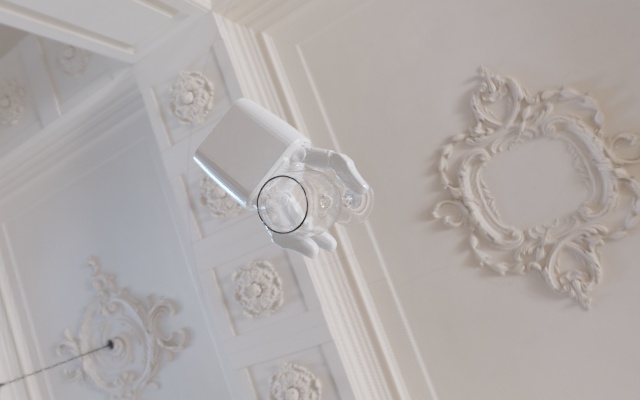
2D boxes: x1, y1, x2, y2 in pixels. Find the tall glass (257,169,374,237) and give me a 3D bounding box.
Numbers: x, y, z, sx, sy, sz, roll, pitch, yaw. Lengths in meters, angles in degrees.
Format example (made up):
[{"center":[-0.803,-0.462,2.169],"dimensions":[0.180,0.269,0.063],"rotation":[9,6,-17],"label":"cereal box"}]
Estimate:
[{"center":[0.001,0.002,0.588],"dimensions":[0.079,0.079,0.201],"rotation":[0,2,24],"label":"tall glass"}]
